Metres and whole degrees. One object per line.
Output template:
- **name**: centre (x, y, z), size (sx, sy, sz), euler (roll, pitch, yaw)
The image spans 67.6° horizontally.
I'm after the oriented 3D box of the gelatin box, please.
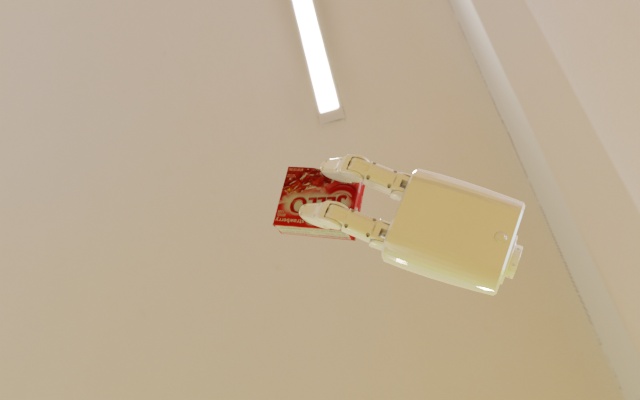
- **gelatin box**: centre (0.000, 0.002, 0.520), size (0.089, 0.073, 0.030), euler (4, -25, 20)
